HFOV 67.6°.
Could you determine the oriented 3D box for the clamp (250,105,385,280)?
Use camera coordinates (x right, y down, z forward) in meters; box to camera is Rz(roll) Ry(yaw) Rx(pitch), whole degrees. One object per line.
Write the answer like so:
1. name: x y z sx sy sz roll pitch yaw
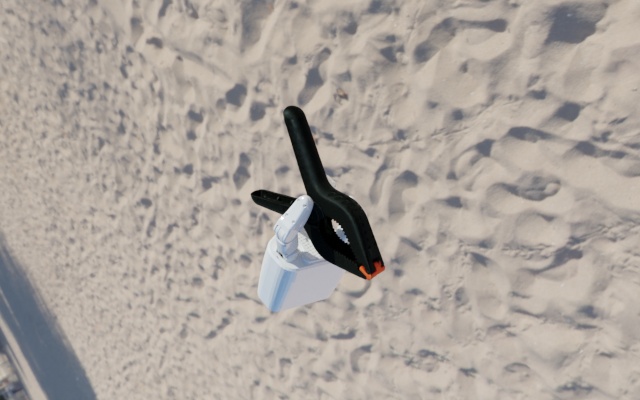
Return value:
1. clamp: 0.000 0.003 0.559 0.036 0.165 0.210 -26 60 -39
